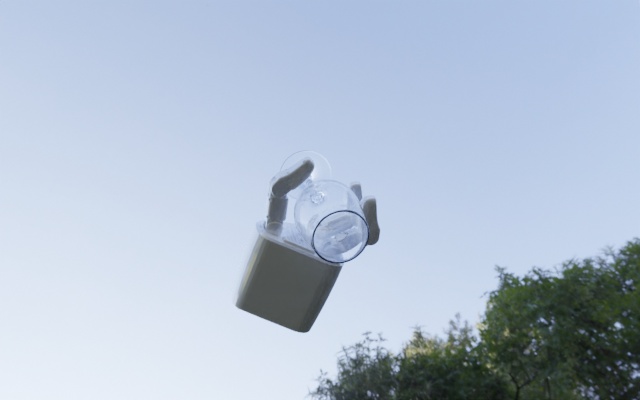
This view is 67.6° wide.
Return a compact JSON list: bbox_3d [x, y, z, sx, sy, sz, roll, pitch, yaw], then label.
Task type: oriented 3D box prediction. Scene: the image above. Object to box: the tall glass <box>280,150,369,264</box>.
[{"bbox_3d":[0.000,0.002,0.583,0.079,0.079,0.201,0,21,-13],"label":"tall glass"}]
